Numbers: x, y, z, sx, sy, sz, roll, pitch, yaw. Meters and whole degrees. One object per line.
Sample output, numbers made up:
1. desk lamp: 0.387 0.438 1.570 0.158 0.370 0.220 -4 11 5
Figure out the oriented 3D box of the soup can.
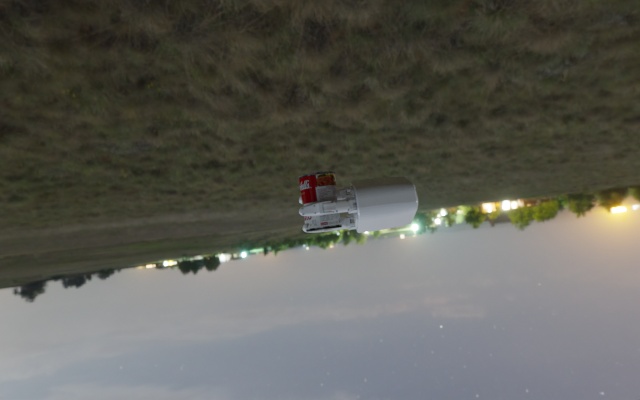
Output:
1. soup can: 0.000 0.003 0.871 0.068 0.102 0.068 -8 -5 -1
